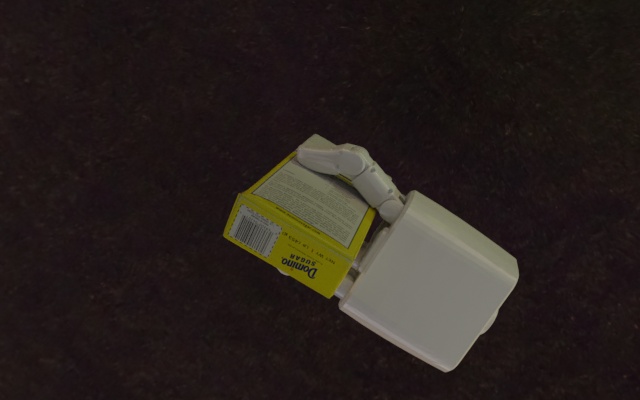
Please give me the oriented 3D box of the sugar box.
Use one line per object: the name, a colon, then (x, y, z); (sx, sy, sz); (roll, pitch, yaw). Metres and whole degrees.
sugar box: (0.000, 0.002, 0.408); (0.093, 0.048, 0.176); (31, 25, 5)
